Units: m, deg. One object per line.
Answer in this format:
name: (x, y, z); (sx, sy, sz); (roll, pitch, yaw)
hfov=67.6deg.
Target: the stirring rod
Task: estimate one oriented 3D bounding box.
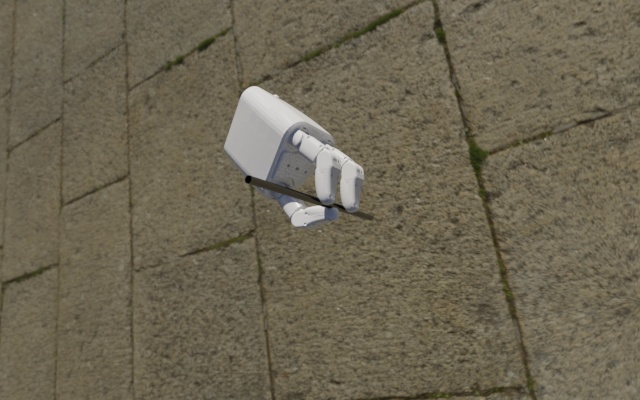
stirring rod: (0.000, 0.002, 0.535); (0.011, 0.011, 0.239); (0, -10, 34)
